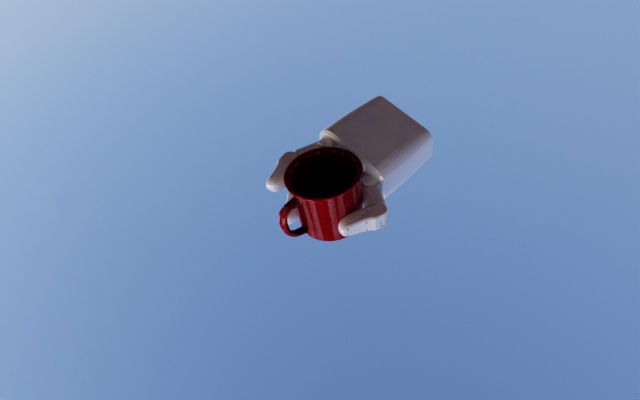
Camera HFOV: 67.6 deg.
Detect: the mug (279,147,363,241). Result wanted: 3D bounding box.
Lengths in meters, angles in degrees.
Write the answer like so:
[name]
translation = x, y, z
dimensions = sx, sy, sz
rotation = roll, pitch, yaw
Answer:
[mug]
translation = -0.001, 0.003, 0.574
dimensions = 0.117, 0.082, 0.093
rotation = -38, 49, -24
